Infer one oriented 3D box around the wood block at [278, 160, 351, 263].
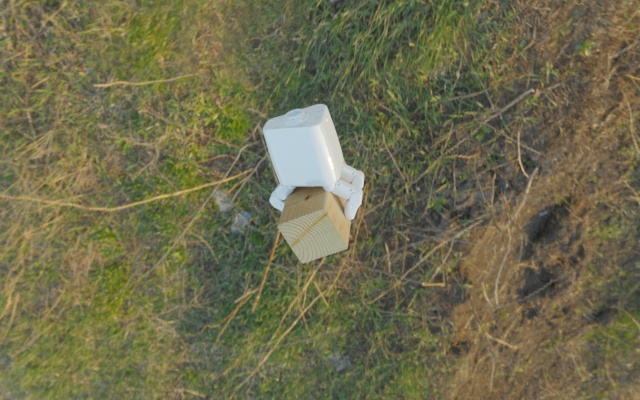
[{"bbox_3d":[0.000,0.003,0.859,0.091,0.090,0.206,-20,29,21],"label":"wood block"}]
